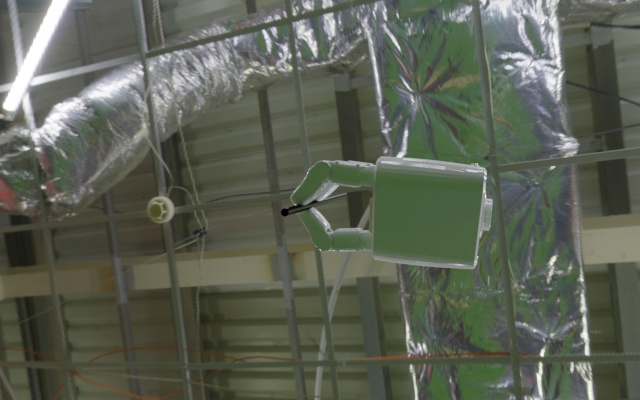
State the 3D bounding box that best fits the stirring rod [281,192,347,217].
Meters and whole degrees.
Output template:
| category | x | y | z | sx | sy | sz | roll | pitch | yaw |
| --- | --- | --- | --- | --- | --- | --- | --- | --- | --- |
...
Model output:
| category | x | y | z | sx | sy | sz | roll | pitch | yaw |
| --- | --- | --- | --- | --- | --- | --- | --- | --- | --- |
| stirring rod | 0.000 | 0.002 | 0.576 | 0.011 | 0.011 | 0.239 | 0 | 5 | 17 |
